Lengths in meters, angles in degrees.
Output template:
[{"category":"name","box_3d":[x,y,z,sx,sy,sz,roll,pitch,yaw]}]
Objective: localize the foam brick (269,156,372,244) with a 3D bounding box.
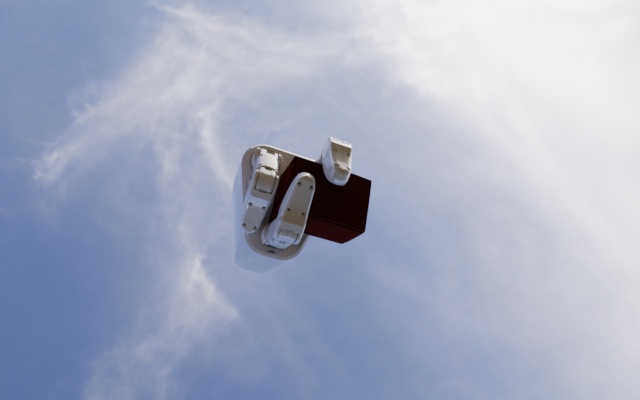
[{"category":"foam brick","box_3d":[0.000,0.002,0.440,0.078,0.053,0.051,17,-23,-13]}]
